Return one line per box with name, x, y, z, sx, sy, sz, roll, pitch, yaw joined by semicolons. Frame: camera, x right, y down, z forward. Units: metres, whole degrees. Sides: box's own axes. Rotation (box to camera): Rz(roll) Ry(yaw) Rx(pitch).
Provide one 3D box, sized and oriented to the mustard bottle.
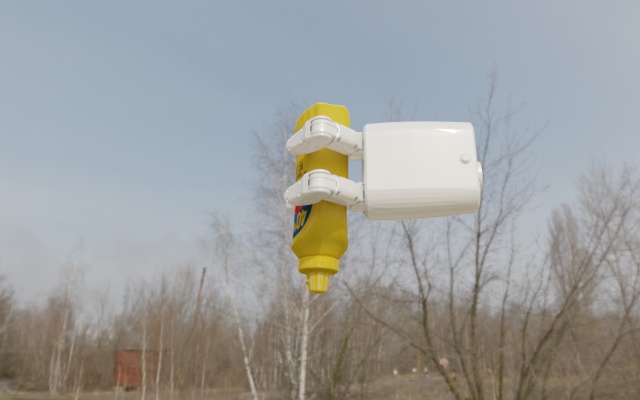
mustard bottle;0.000;0.001;0.506;0.058;0.191;0.096;6;-20;-15
